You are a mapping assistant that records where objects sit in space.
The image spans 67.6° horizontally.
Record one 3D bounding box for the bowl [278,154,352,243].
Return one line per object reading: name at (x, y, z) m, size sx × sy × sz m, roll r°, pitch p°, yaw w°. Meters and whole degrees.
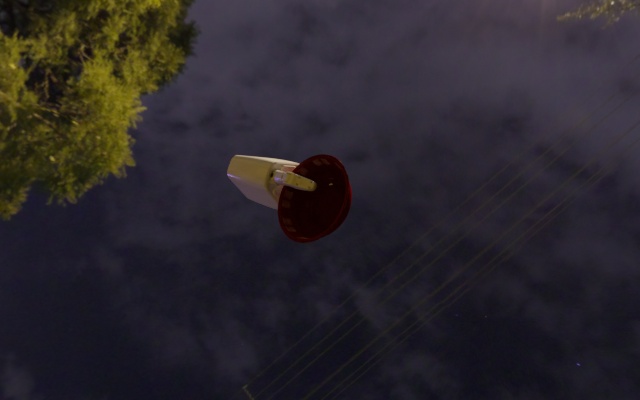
bowl at (0.001, 0.003, 0.842) m, size 0.162 × 0.162 × 0.055 m, roll 0°, pitch -18°, yaw 42°
